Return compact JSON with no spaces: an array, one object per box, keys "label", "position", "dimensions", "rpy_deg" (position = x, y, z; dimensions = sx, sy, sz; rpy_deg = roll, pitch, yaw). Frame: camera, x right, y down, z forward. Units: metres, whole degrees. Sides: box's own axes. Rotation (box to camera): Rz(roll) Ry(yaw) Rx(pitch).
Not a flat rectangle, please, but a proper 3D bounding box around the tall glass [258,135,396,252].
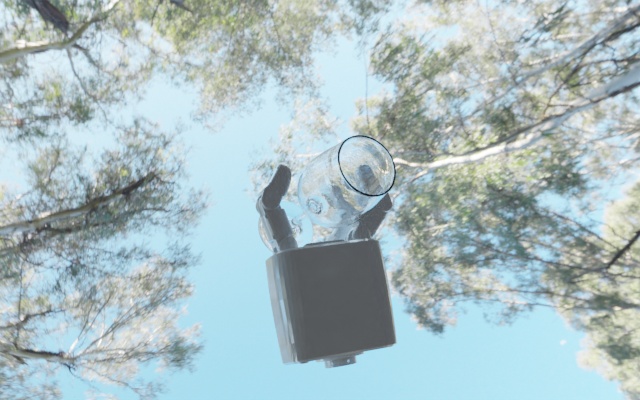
[{"label":"tall glass","position":[0.000,0.002,0.515],"dimensions":[0.079,0.079,0.201],"rpy_deg":[0,-20,-27]}]
